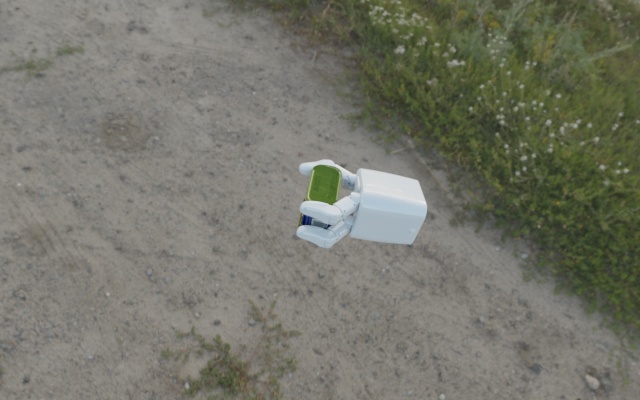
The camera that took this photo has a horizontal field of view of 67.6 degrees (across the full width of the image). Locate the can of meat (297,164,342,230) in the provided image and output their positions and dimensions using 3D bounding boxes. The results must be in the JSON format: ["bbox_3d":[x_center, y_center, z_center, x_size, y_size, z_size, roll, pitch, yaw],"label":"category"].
[{"bbox_3d":[0.000,0.002,0.786,0.057,0.102,0.084,12,-44,-2],"label":"can of meat"}]
